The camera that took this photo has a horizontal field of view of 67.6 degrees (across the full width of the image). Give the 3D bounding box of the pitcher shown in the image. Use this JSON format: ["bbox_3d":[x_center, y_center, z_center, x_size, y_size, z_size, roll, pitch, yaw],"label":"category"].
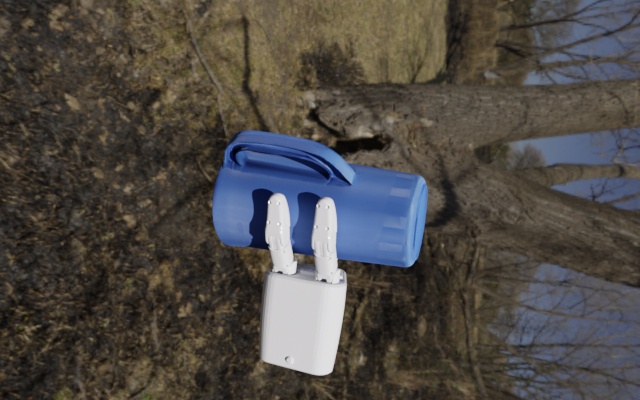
[{"bbox_3d":[0.000,0.002,0.578,0.243,0.145,0.149,8,3,18],"label":"pitcher"}]
